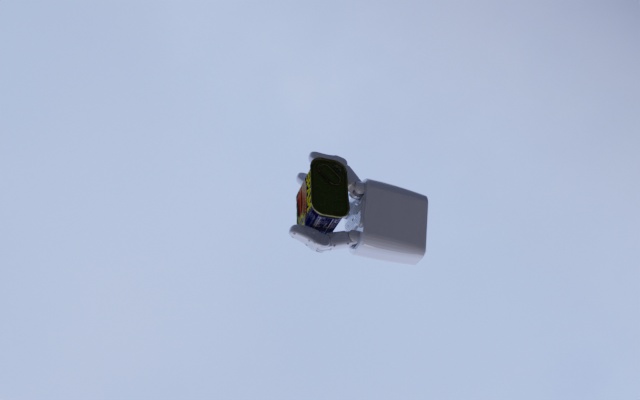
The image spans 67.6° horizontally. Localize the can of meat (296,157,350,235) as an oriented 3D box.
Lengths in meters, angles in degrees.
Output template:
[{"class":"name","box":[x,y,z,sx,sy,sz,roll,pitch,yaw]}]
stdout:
[{"class":"can of meat","box":[0.000,0.003,0.709,0.057,0.102,0.084,9,-37,-16]}]
